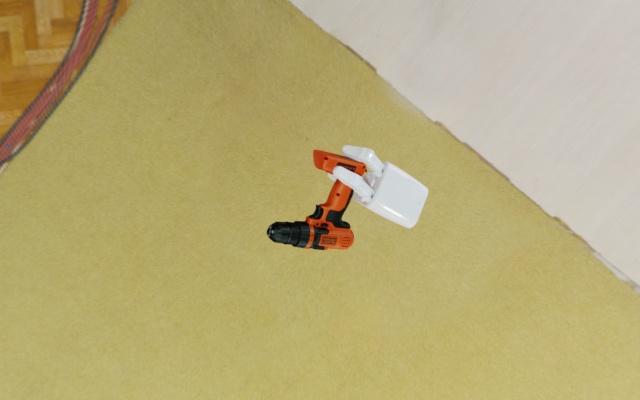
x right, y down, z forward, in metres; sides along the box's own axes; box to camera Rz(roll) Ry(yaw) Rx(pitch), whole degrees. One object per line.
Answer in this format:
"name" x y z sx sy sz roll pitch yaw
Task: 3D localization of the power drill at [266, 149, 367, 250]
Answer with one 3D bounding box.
"power drill" 0.001 0.003 0.898 0.184 0.188 0.057 8 16 -33
